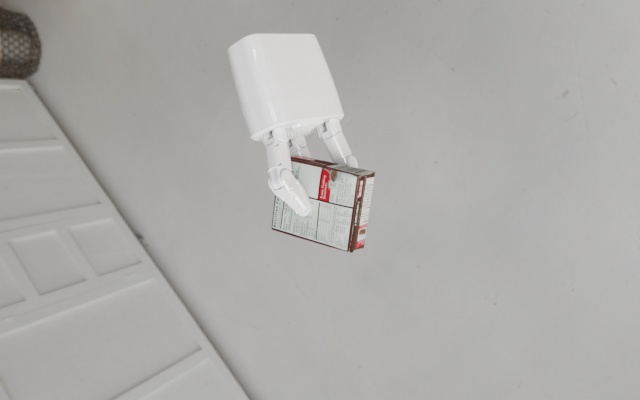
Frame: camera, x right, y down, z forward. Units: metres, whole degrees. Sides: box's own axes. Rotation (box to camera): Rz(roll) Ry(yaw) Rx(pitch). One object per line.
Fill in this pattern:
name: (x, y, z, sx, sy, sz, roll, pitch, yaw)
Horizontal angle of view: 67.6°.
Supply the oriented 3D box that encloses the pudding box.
pudding box: (0.000, 0.002, 0.547, 0.113, 0.090, 0.039, 15, 15, 32)
